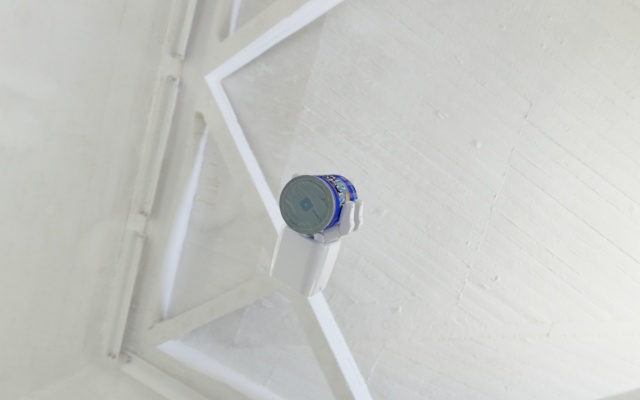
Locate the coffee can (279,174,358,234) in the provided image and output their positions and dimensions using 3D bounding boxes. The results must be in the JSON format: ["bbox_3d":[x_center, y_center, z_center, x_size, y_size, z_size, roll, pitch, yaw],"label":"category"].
[{"bbox_3d":[0.000,0.003,0.880,0.103,0.103,0.140,0,4,22],"label":"coffee can"}]
